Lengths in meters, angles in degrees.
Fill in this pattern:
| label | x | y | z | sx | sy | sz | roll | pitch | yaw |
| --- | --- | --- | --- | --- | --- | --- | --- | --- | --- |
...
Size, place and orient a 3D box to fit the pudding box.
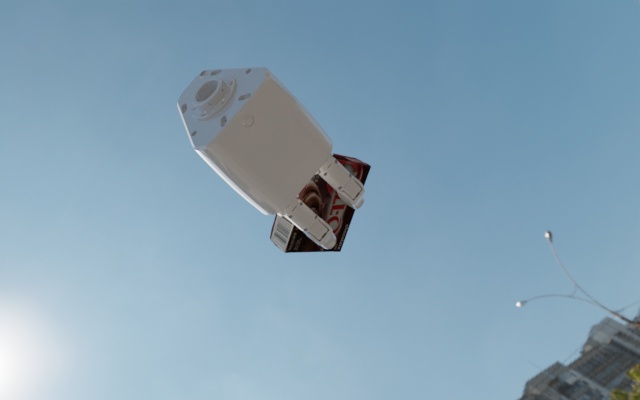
| label | x | y | z | sx | sy | sz | roll | pitch | yaw |
| --- | --- | --- | --- | --- | --- | --- | --- | --- | --- |
| pudding box | 0.000 | 0.002 | 0.536 | 0.090 | 0.113 | 0.039 | 5 | 21 | -45 |
